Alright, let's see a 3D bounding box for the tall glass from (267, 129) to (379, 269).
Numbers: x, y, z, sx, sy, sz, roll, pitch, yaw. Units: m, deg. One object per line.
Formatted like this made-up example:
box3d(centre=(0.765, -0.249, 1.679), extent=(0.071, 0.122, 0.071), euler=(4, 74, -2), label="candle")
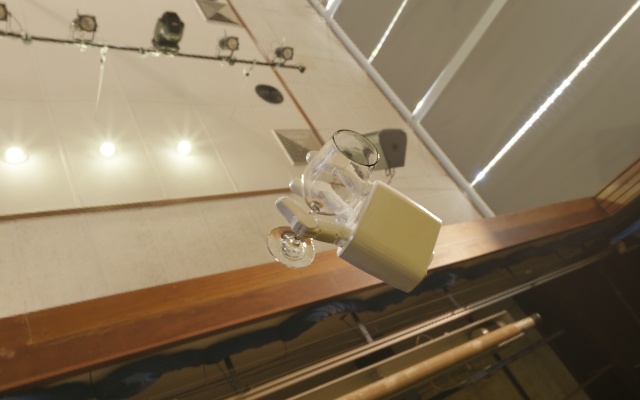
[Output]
box3d(centre=(0.000, 0.002, 0.622), extent=(0.079, 0.079, 0.201), euler=(0, -41, -34), label="tall glass")
